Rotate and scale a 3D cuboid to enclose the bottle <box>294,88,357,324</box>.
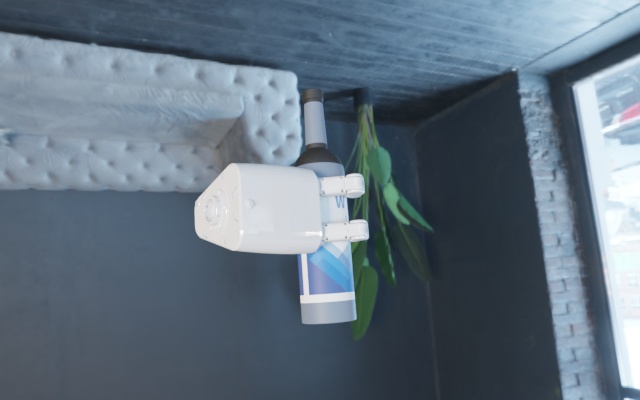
[{"bbox_3d":[0.000,0.002,0.604,0.069,0.295,0.069,-4,-10,-1],"label":"bottle"}]
